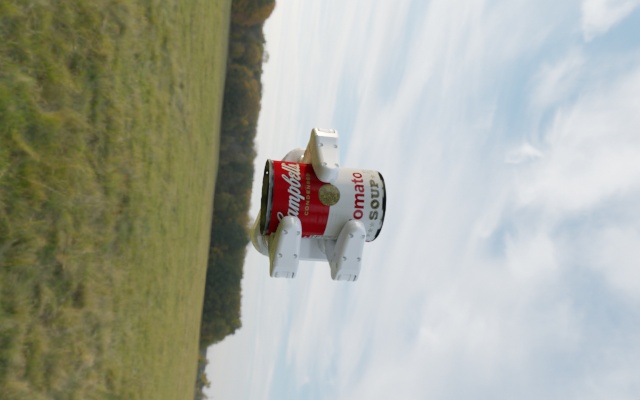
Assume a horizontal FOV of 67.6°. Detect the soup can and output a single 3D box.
[{"bbox_3d":[0.000,0.001,0.427,0.102,0.068,0.068,5,-1,-12],"label":"soup can"}]
